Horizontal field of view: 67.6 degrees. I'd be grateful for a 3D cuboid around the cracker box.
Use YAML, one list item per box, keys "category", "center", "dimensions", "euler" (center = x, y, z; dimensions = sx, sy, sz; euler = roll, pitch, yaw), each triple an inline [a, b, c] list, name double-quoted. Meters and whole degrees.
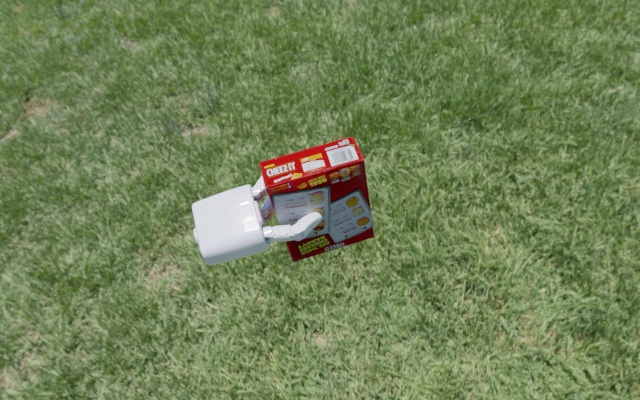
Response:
- category: "cracker box"
  center: [0.000, 0.003, 0.842]
  dimensions: [0.164, 0.072, 0.214]
  euler: [-17, -41, -2]
